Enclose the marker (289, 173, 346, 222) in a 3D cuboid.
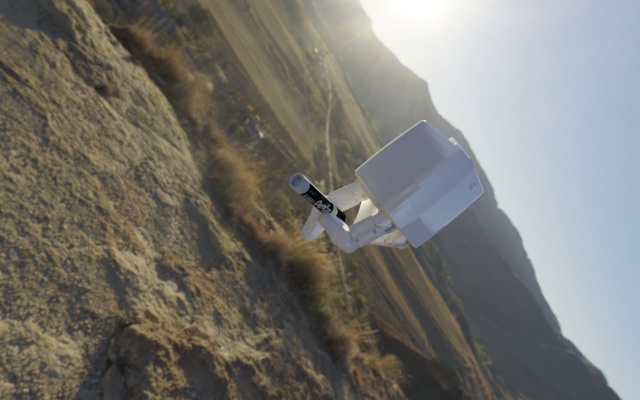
[{"bbox_3d":[0.000,0.002,0.554,0.020,0.020,0.121,0,-23,28],"label":"marker"}]
